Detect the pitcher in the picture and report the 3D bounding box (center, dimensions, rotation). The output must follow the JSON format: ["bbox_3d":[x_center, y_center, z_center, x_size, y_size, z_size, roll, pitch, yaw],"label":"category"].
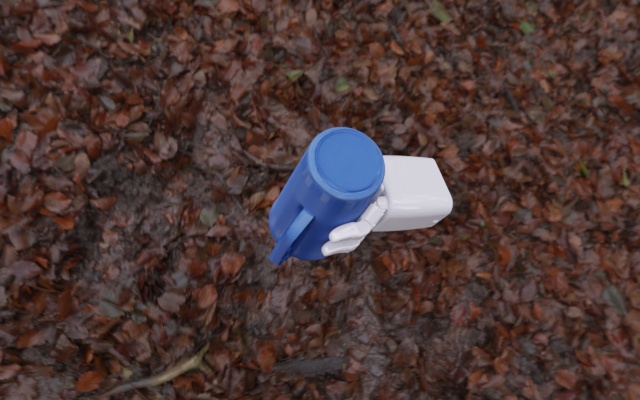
[{"bbox_3d":[0.000,0.002,0.716,0.145,0.149,0.243,-1,-23,-16],"label":"pitcher"}]
